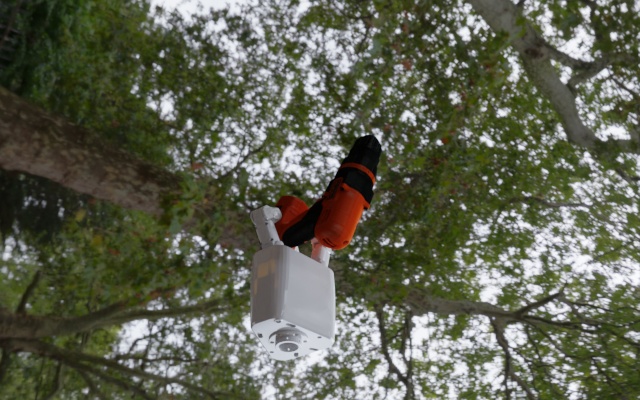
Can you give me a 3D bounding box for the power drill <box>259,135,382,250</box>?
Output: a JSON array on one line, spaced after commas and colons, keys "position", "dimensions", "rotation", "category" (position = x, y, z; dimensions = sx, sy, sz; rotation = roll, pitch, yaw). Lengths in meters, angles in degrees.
[{"position": [0.000, 0.003, 0.670], "dimensions": [0.057, 0.184, 0.188], "rotation": [40, -38, -18], "category": "power drill"}]
